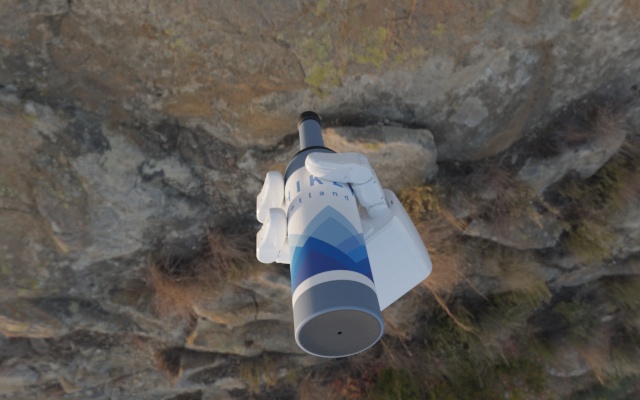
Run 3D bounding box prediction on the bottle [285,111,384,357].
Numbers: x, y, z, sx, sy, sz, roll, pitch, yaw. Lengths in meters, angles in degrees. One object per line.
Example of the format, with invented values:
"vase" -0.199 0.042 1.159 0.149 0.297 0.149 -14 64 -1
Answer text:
"bottle" 0.000 0.002 0.462 0.069 0.069 0.295 0 41 -7
